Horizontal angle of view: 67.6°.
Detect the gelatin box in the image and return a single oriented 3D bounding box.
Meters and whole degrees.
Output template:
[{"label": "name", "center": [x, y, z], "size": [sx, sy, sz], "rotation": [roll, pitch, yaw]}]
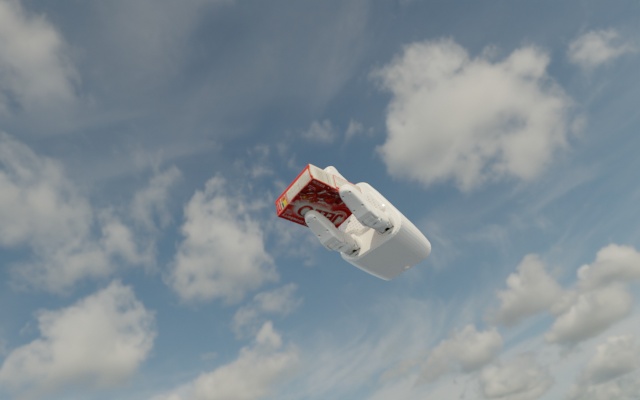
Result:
[{"label": "gelatin box", "center": [0.000, 0.002, 0.599], "size": [0.089, 0.030, 0.073], "rotation": [23, -55, -34]}]
